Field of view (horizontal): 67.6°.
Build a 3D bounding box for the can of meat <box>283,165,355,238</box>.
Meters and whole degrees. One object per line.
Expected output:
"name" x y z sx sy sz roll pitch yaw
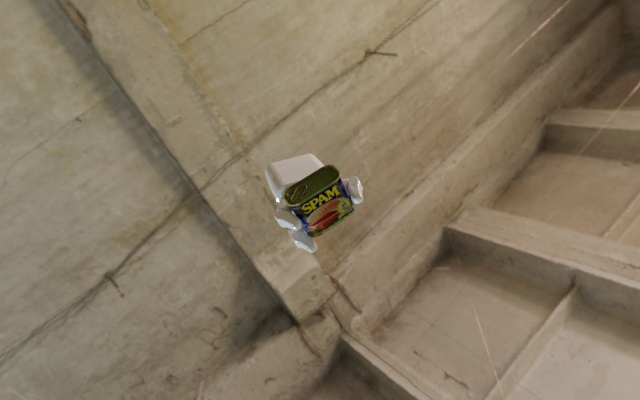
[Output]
"can of meat" 0.000 0.003 0.815 0.102 0.084 0.057 -32 36 -5
